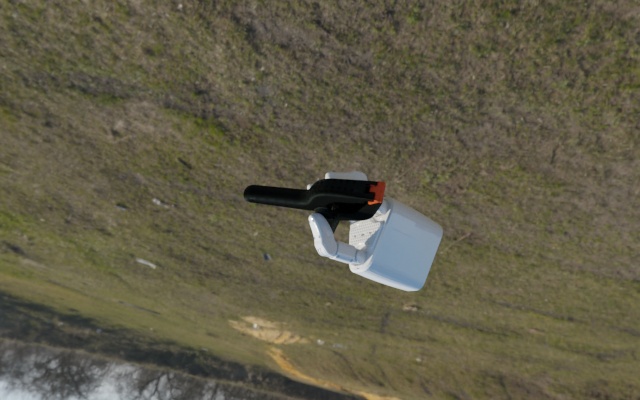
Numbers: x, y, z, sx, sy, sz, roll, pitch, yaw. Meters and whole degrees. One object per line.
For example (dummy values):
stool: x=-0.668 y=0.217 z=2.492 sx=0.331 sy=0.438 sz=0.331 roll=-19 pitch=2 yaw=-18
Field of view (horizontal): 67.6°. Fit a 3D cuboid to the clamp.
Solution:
clamp: x=0.000 y=0.003 z=0.649 sx=0.164 sy=0.036 sz=0.210 roll=23 pitch=-23 yaw=-26
